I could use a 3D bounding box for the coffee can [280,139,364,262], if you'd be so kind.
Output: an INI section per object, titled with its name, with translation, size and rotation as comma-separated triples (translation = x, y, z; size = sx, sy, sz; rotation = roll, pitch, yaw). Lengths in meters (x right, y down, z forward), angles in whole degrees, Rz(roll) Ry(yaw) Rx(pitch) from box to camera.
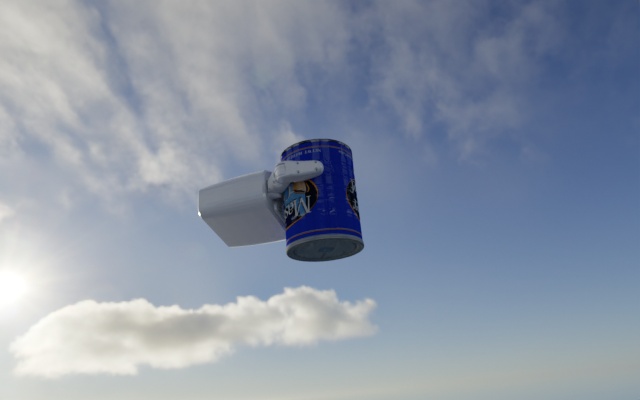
[coffee can]
translation = 0.000, 0.002, 0.649
size = 0.103, 0.140, 0.103
rotation = -5, -22, -2
